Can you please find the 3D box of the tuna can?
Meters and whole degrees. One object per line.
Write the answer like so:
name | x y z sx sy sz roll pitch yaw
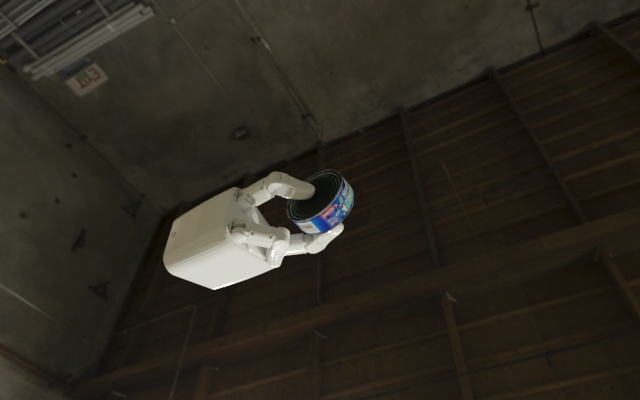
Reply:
tuna can | 0.000 0.002 0.611 0.086 0.086 0.034 0 -39 47
